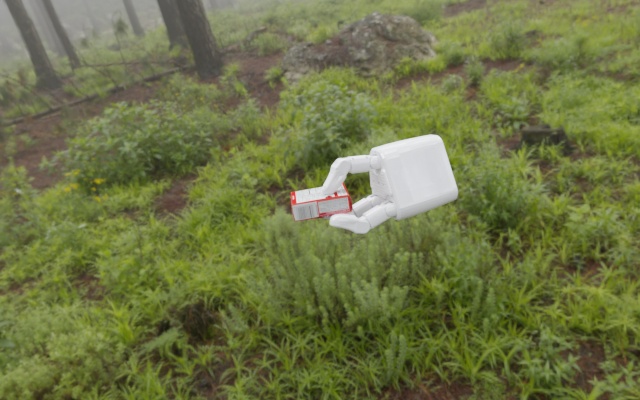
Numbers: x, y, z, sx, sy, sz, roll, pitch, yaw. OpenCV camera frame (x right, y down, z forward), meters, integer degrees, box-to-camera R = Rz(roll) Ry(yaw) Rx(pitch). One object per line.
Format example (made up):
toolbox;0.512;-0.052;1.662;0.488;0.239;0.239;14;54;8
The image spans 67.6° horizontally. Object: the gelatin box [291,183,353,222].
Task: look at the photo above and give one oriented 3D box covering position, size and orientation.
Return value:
gelatin box;0.000;0.002;0.732;0.089;0.030;0.073;-9;17;-2
